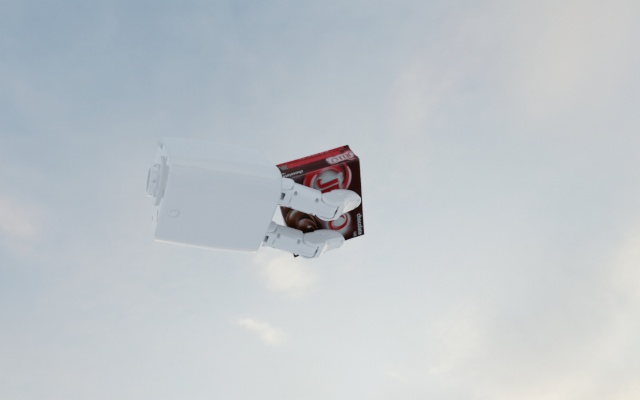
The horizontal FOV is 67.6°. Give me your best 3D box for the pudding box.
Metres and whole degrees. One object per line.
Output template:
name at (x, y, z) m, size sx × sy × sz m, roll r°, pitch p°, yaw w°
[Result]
pudding box at (0.000, 0.002, 0.534) m, size 0.090 × 0.114 × 0.039 m, roll -17°, pitch 42°, yaw -11°
